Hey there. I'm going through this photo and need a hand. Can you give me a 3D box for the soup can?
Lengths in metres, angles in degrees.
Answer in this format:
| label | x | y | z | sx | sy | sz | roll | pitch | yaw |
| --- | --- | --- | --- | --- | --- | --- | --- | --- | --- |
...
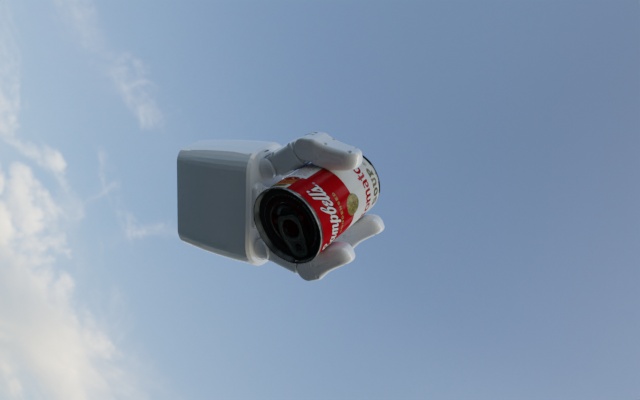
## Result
| label | x | y | z | sx | sy | sz | roll | pitch | yaw |
| --- | --- | --- | --- | --- | --- | --- | --- | --- | --- |
| soup can | 0.001 | 0.001 | 0.417 | 0.068 | 0.068 | 0.102 | 0 | 23 | 37 |
